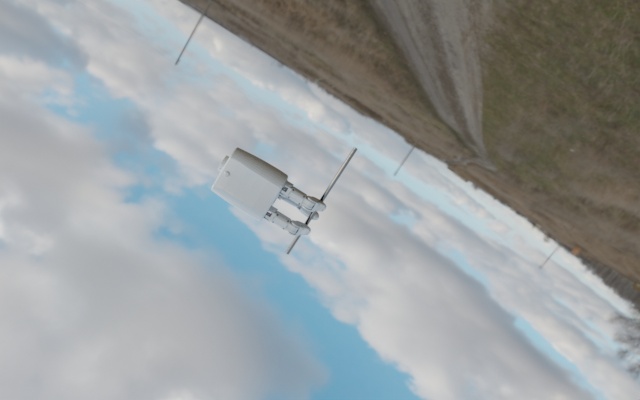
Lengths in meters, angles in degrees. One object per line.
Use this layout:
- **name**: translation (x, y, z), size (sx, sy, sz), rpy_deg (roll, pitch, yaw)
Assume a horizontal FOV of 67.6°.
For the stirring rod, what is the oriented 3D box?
- **stirring rod**: translation (0.000, 0.003, 0.893), size (0.011, 0.239, 0.011), rpy_deg (32, 12, -8)
